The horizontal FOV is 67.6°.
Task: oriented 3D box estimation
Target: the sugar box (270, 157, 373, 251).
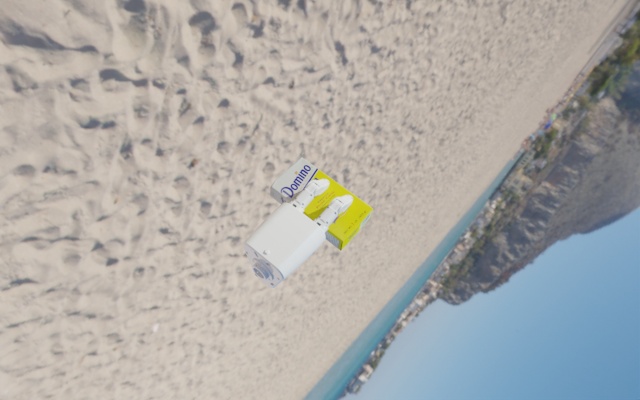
[{"bbox_3d":[0.000,0.003,0.889,0.176,0.093,0.048,37,-26,16],"label":"sugar box"}]
